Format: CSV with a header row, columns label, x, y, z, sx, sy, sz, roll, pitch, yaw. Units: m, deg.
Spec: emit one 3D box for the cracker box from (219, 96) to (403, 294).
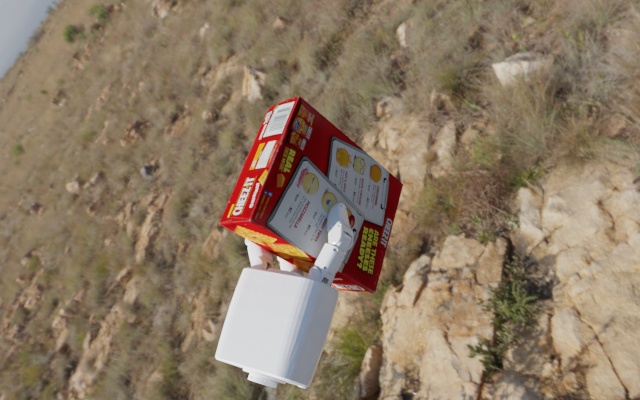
label,x,y,z,sx,sy,sz,roll,pitch,yaw
cracker box,0.000,0.002,0.599,0.072,0.164,0.214,-6,-32,46
